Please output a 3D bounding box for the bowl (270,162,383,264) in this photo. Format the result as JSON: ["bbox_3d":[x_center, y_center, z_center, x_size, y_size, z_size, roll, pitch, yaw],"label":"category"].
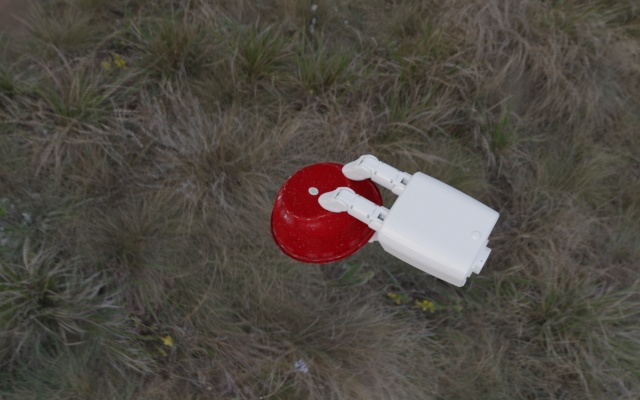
[{"bbox_3d":[-0.001,0.002,0.642,0.162,0.162,0.055,0,-36,19],"label":"bowl"}]
